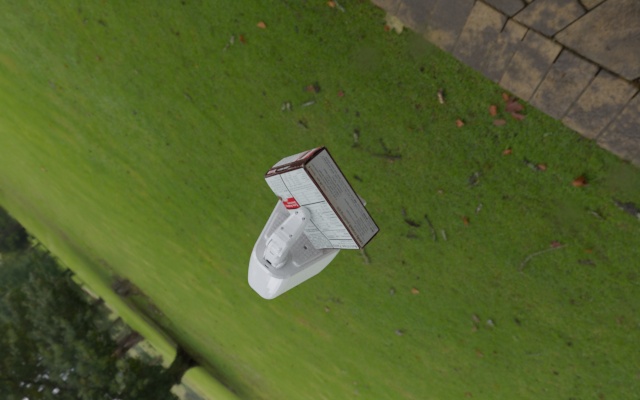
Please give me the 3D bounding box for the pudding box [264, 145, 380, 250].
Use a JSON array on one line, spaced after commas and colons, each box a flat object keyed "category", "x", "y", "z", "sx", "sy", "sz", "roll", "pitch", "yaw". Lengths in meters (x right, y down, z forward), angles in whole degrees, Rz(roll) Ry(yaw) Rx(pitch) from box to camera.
[{"category": "pudding box", "x": 0.000, "y": 0.002, "z": 0.518, "sx": 0.039, "sy": 0.113, "sz": 0.090, "roll": -46, "pitch": 20, "yaw": -28}]
